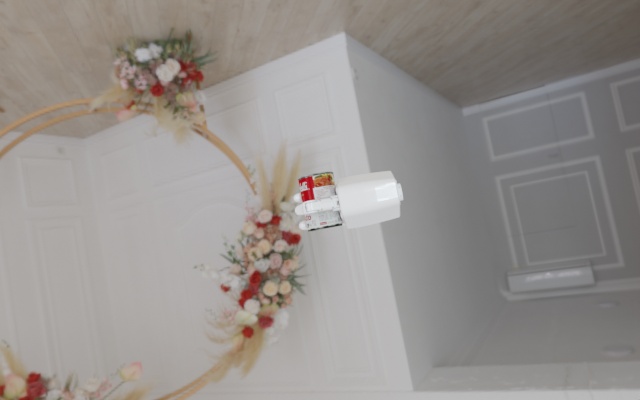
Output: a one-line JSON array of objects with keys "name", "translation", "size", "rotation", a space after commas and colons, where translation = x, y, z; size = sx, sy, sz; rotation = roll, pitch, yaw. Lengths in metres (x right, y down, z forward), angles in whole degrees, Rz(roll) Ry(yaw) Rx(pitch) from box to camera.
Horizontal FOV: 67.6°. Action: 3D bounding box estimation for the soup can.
[{"name": "soup can", "translation": [0.000, 0.003, 0.894], "size": [0.068, 0.102, 0.068], "rotation": [-11, -4, -1]}]
